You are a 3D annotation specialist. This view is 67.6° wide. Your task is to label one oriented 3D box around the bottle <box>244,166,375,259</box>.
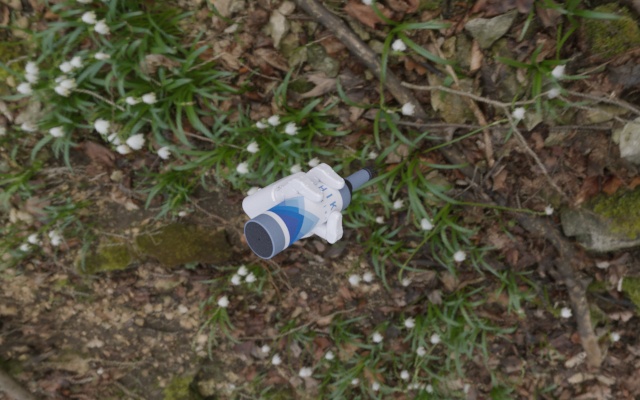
[{"bbox_3d":[0.000,0.003,0.825,0.069,0.069,0.295,0,23,44],"label":"bottle"}]
